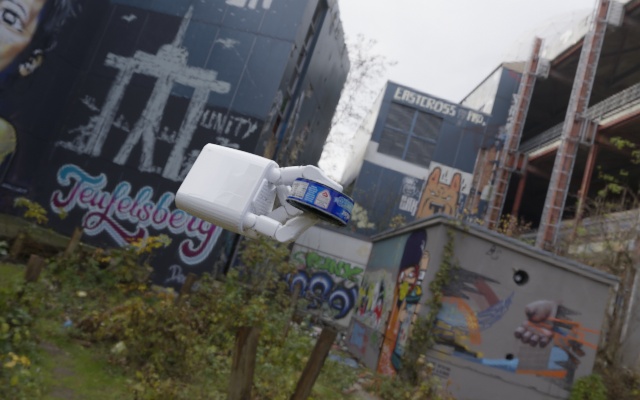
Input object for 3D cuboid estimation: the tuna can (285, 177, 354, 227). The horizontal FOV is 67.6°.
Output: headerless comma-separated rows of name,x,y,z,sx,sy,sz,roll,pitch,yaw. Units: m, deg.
tuna can,0.000,0.002,0.619,0.086,0.033,0.086,23,-8,3
